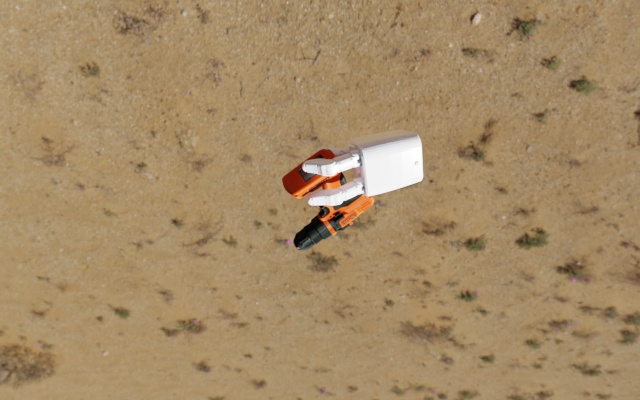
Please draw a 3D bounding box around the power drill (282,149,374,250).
[{"bbox_3d":[0.000,0.003,0.895,0.184,0.057,0.188,-37,-36,-2],"label":"power drill"}]
